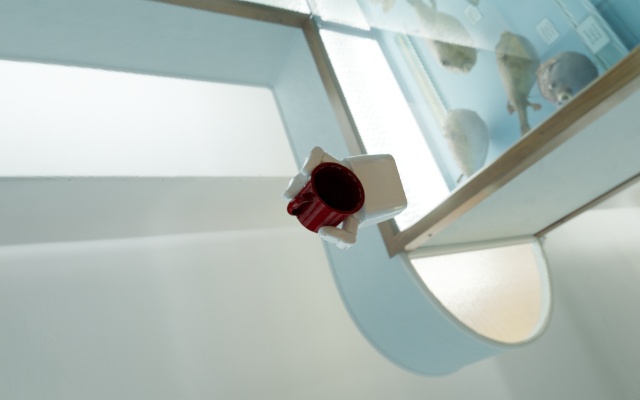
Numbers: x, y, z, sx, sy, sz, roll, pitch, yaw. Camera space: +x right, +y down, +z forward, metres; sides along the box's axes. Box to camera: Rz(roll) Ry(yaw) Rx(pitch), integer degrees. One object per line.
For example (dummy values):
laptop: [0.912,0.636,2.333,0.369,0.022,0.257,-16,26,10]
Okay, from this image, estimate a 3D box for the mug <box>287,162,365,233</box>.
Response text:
mug: [-0.001,0.003,0.741,0.117,0.093,0.081,-13,-23,-36]
